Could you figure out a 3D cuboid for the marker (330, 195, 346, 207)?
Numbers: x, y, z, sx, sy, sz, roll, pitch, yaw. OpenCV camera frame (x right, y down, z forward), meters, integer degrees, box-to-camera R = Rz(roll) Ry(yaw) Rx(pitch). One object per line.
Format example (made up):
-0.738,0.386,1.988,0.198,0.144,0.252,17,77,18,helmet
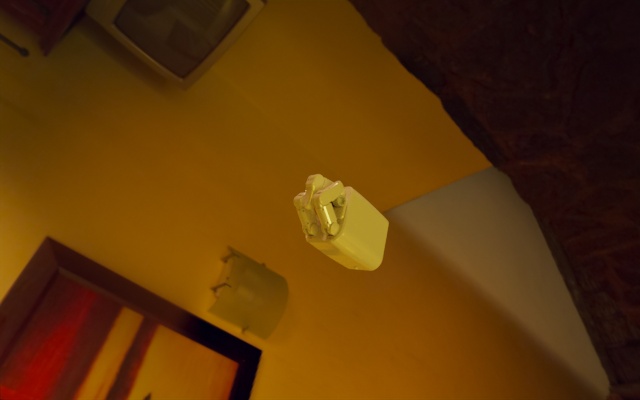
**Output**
0.000,0.003,0.824,0.020,0.020,0.121,0,-3,-36,marker
